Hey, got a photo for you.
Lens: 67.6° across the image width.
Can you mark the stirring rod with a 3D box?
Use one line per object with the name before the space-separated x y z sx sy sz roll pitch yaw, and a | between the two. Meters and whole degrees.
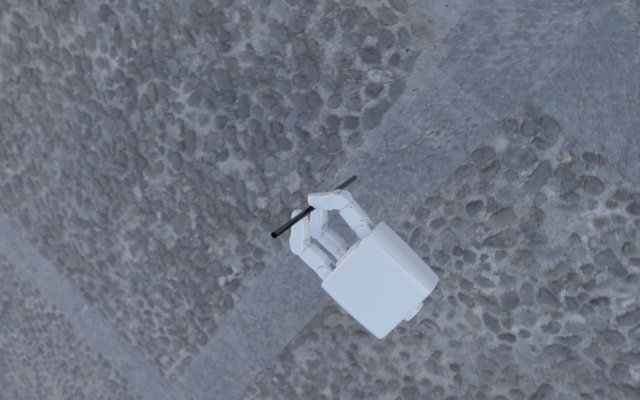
stirring rod | 0.000 0.002 0.659 0.011 0.011 0.239 0 19 29
